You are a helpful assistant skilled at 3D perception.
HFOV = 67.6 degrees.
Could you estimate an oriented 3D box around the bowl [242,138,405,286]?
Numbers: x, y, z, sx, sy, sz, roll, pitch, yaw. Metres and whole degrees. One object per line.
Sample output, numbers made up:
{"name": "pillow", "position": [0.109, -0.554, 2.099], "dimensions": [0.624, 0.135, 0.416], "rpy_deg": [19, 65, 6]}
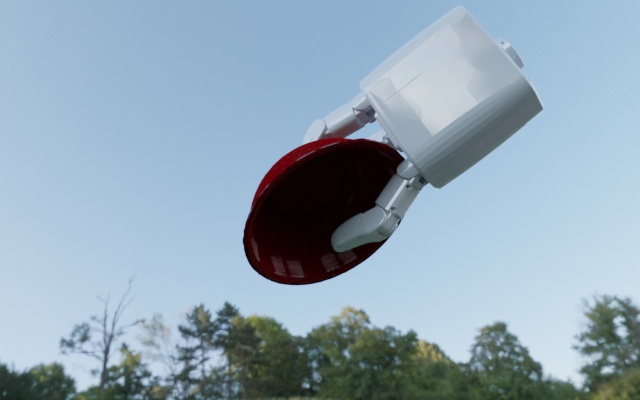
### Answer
{"name": "bowl", "position": [-0.001, 0.002, 0.431], "dimensions": [0.162, 0.162, 0.055], "rpy_deg": [0, 37, -33]}
